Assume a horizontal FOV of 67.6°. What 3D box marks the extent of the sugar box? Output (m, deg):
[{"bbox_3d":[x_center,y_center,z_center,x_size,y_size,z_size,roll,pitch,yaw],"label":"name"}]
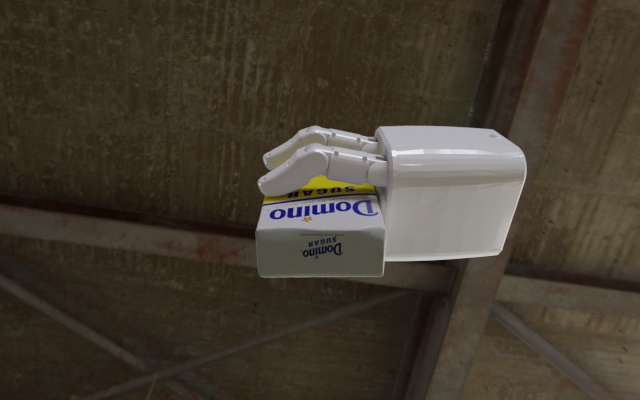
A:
[{"bbox_3d":[0.000,0.001,0.413,0.093,0.048,0.176,0,22,-1],"label":"sugar box"}]
